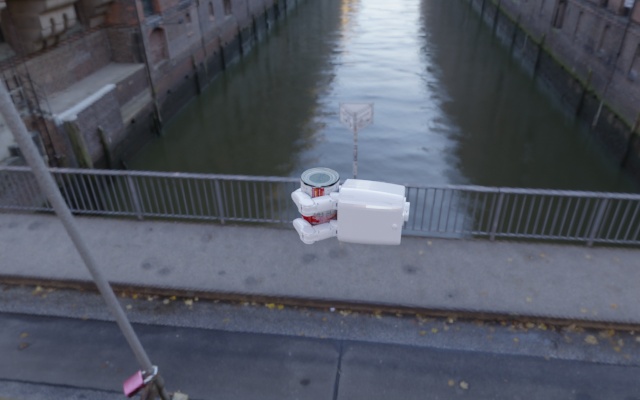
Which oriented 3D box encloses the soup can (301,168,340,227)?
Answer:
[{"bbox_3d":[0.000,0.002,0.830,0.068,0.102,0.068,-1,32,0],"label":"soup can"}]
